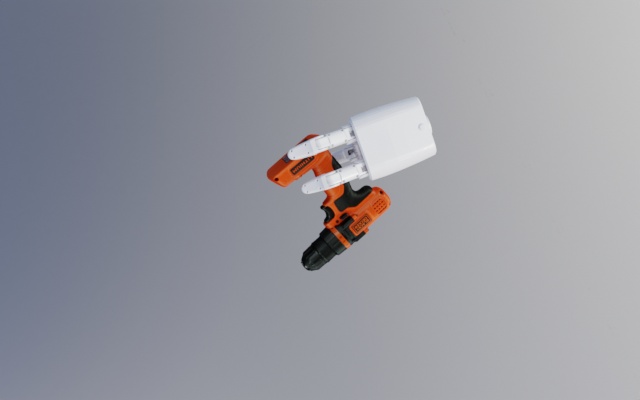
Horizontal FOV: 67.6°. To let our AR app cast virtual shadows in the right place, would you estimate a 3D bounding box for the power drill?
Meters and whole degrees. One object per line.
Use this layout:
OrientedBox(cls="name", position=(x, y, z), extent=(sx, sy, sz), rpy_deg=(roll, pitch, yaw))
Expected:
OrientedBox(cls="power drill", position=(0.000, 0.002, 0.770), extent=(0.184, 0.188, 0.057), rpy_deg=(-43, 25, -4))
